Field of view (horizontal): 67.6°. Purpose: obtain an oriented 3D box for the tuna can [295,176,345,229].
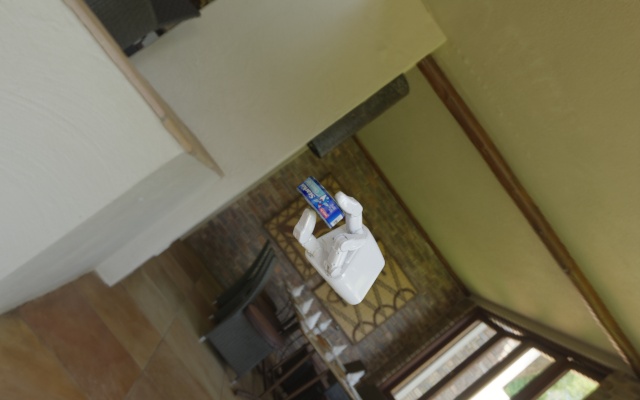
[{"bbox_3d":[0.001,0.002,0.762,0.034,0.086,0.086,-41,2,-2],"label":"tuna can"}]
